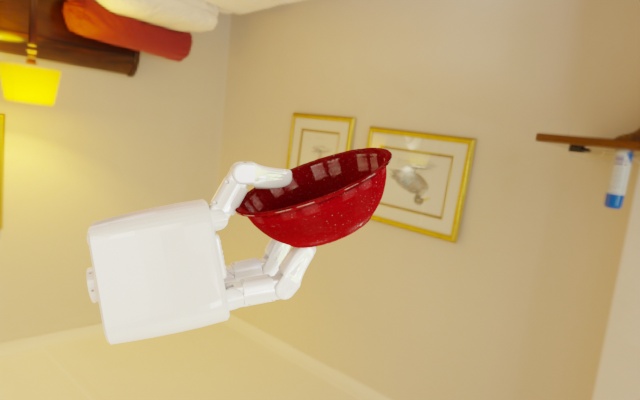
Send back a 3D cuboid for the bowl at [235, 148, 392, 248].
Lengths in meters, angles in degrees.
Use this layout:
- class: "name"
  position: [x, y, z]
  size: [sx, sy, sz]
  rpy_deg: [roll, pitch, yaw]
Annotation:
- class: "bowl"
  position: [0.001, 0.001, 0.475]
  size: [0.162, 0.055, 0.162]
  rpy_deg: [-19, 16, 6]
